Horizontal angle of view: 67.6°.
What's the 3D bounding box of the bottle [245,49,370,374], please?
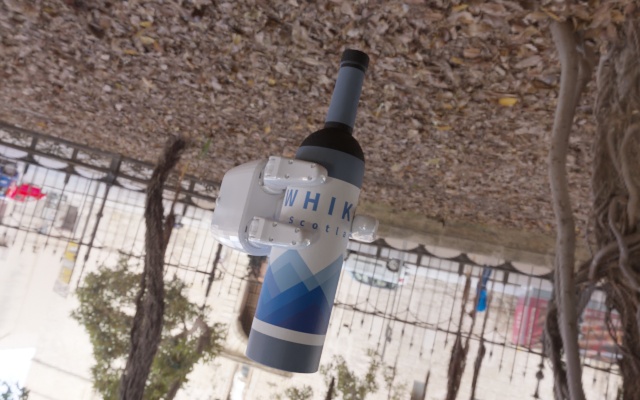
[{"bbox_3d":[0.000,0.002,0.442,0.069,0.295,0.069,13,-8,2],"label":"bottle"}]
